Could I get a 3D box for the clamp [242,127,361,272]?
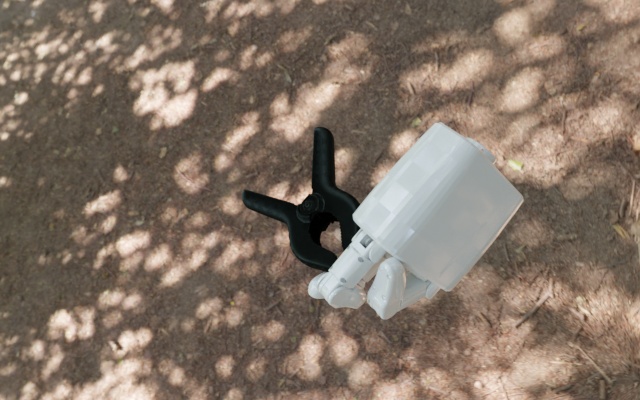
[{"bbox_3d":[0.000,0.001,0.469,0.171,0.120,0.039,44,8,37],"label":"clamp"}]
